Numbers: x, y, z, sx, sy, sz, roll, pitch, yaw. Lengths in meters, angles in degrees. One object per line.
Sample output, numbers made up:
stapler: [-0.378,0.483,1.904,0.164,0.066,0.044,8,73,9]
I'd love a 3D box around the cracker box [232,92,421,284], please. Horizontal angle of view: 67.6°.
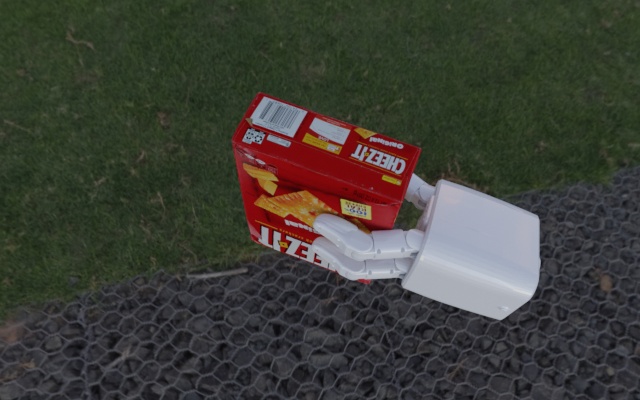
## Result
cracker box: [0.000,0.001,0.513,0.164,0.072,0.214,20,-28,8]
